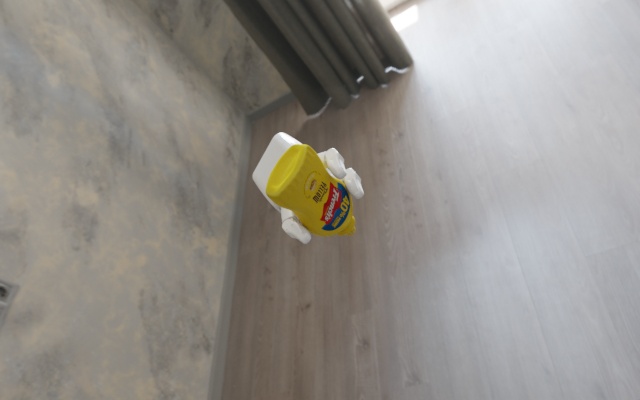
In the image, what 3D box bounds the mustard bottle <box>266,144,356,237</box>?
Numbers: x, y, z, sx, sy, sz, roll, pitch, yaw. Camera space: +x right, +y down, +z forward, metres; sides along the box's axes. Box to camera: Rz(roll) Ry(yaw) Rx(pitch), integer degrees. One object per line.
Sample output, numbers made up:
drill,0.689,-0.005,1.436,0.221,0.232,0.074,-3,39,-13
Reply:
mustard bottle,0.000,0.002,0.759,0.058,0.096,0.192,9,-26,43
